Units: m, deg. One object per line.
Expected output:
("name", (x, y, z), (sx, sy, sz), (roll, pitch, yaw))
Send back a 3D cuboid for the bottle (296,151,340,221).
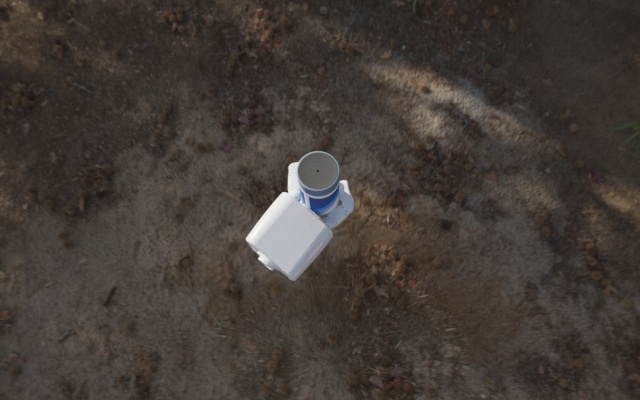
("bottle", (0.000, 0.003, 0.866), (0.069, 0.069, 0.296), (0, -19, 2))
